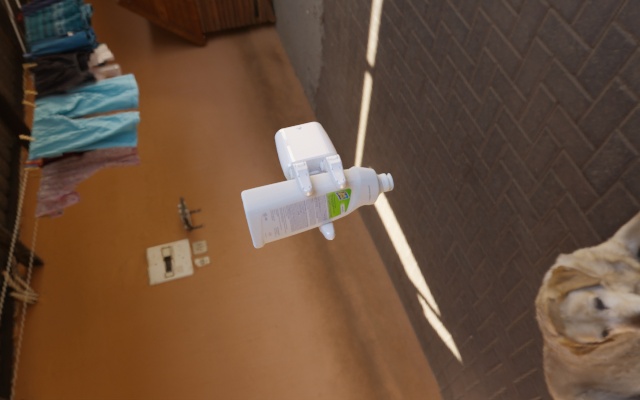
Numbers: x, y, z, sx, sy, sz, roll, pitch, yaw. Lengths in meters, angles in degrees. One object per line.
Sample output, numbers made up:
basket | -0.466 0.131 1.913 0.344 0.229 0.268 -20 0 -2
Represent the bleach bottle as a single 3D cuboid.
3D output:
bleach bottle | 0.000 0.003 0.806 0.251 0.103 0.068 -14 45 -8
